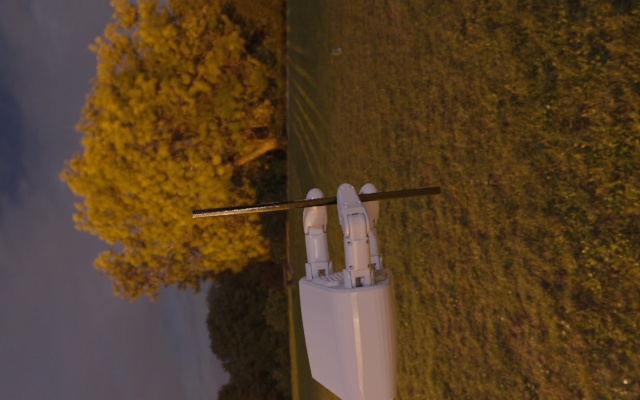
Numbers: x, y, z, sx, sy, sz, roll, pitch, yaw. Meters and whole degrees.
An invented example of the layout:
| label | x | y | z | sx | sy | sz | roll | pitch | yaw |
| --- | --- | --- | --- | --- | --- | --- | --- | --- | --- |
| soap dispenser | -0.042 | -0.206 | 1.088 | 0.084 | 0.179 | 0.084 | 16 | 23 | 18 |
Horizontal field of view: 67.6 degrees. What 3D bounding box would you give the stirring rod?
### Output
| label | x | y | z | sx | sy | sz | roll | pitch | yaw |
| --- | --- | --- | --- | --- | --- | --- | --- | --- | --- |
| stirring rod | 0.000 | 0.002 | 0.460 | 0.239 | 0.011 | 0.011 | -6 | 1 | -8 |
